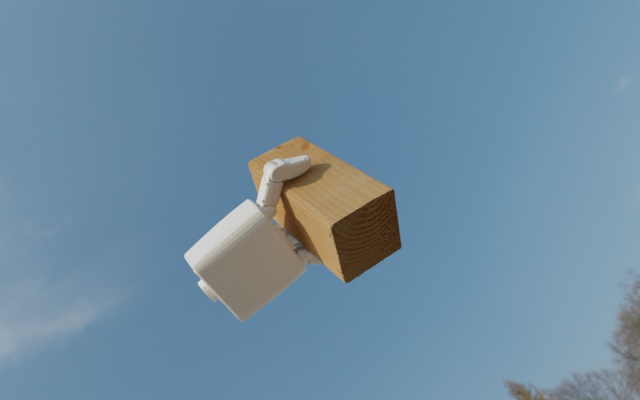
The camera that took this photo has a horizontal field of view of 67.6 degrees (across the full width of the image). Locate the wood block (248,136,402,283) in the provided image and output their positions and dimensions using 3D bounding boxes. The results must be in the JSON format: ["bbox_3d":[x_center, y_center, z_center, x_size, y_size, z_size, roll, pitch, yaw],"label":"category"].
[{"bbox_3d":[0.000,0.002,0.615,0.090,0.091,0.206,-29,37,-21],"label":"wood block"}]
